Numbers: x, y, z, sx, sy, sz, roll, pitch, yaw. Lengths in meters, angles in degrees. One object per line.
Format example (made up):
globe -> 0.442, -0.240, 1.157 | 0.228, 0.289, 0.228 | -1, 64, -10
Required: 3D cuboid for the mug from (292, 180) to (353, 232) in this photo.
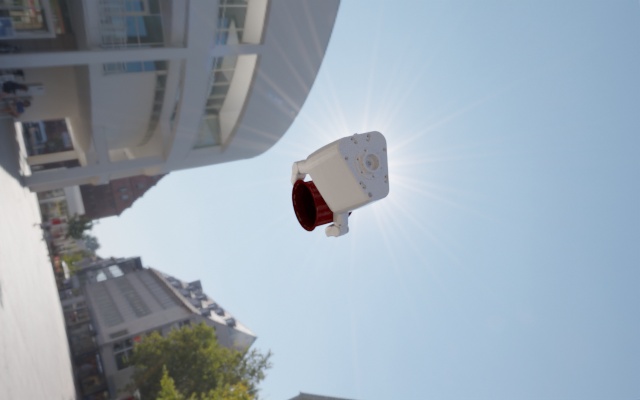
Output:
mug -> 0.000, 0.003, 0.859 | 0.081, 0.093, 0.117 | -14, -1, -28
